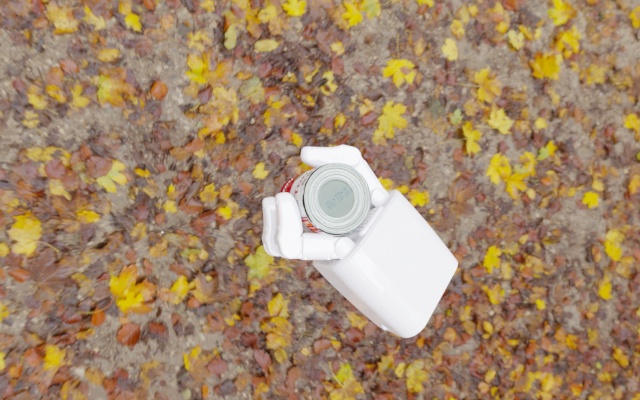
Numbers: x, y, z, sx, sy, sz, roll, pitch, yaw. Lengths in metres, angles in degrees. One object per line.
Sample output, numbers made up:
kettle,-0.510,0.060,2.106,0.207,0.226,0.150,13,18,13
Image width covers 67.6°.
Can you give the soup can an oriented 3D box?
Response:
soup can,0.000,0.001,0.477,0.068,0.068,0.102,0,-4,-18
